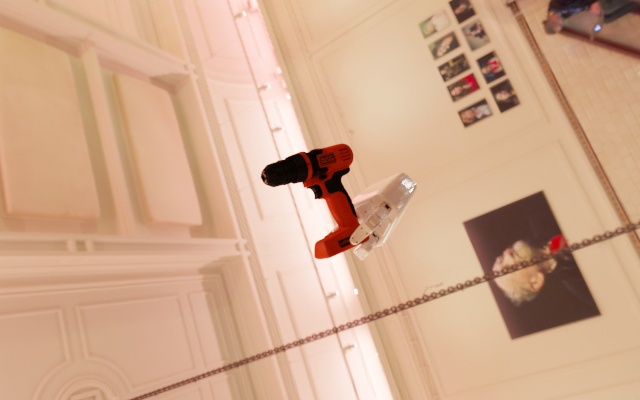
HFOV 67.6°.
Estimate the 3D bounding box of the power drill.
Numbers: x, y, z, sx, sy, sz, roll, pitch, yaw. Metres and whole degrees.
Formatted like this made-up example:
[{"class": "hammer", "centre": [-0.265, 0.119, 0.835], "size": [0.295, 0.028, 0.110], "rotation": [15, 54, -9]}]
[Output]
[{"class": "power drill", "centre": [0.000, 0.003, 0.830], "size": [0.184, 0.187, 0.057], "rotation": [-19, 4, -31]}]
